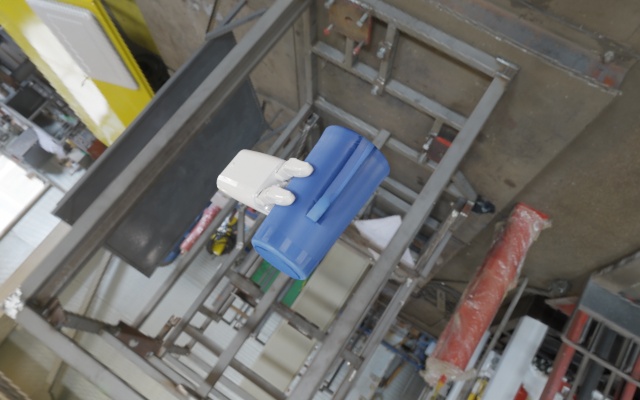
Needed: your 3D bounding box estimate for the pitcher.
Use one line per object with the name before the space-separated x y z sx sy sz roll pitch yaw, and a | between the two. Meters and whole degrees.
pitcher | 0.000 0.003 0.778 0.145 0.242 0.149 22 -22 38
